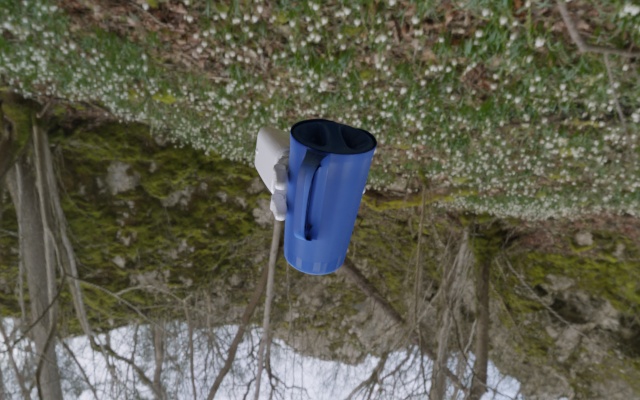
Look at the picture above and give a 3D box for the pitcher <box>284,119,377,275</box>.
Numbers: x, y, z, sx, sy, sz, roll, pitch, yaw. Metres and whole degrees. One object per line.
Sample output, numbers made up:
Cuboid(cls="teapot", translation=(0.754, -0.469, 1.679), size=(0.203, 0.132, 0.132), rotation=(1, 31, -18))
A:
Cuboid(cls="pitcher", translation=(0.000, 0.002, 0.774), size=(0.149, 0.243, 0.145), rotation=(-6, 33, -25))
